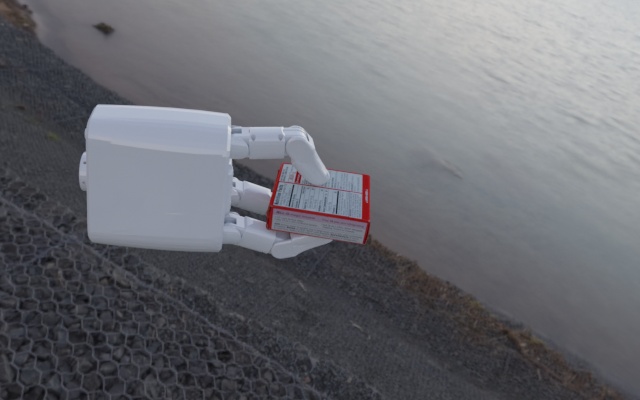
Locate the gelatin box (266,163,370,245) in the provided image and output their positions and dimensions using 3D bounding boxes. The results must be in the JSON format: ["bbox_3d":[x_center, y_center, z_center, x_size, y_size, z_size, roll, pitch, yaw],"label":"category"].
[{"bbox_3d":[0.000,0.001,0.434,0.089,0.030,0.073,8,36,-1],"label":"gelatin box"}]
